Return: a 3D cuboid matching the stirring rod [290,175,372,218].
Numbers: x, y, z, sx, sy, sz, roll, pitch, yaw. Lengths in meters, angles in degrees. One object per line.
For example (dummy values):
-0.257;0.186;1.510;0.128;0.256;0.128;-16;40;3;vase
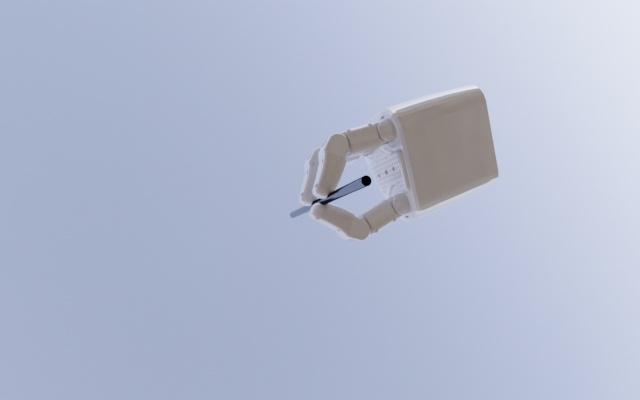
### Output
0.000;0.002;0.457;0.011;0.011;0.239;0;-7;-16;stirring rod
